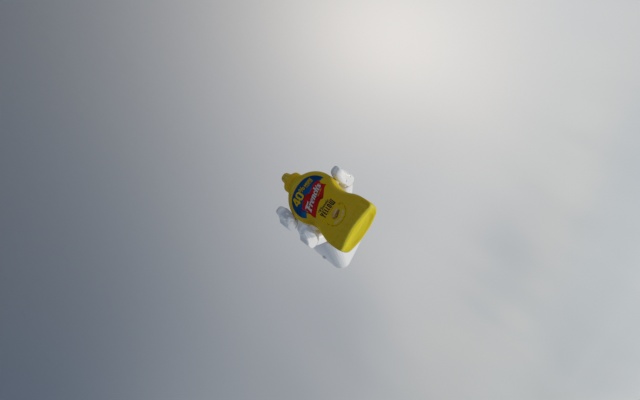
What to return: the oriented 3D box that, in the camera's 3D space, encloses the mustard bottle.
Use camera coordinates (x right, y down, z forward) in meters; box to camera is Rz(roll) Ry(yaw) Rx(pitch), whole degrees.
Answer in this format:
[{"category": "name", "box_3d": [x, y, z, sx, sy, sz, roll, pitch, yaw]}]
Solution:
[{"category": "mustard bottle", "box_3d": [0.000, 0.003, 0.837, 0.191, 0.096, 0.058, 35, 5, 32]}]
